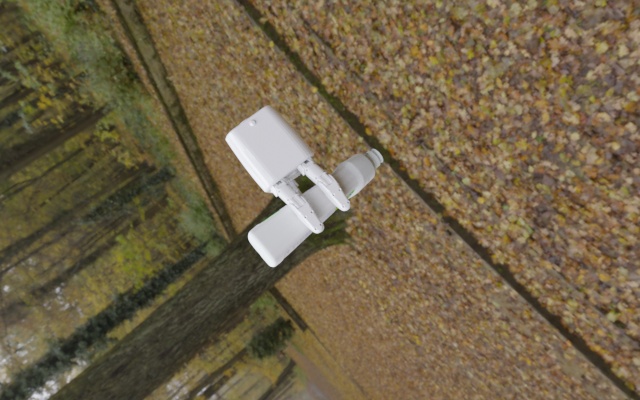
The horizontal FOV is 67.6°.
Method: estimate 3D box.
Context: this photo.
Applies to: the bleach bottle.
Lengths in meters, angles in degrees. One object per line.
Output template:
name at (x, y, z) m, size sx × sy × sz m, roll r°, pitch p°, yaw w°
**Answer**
bleach bottle at (0.000, 0.003, 0.777) m, size 0.251 × 0.068 × 0.102 m, roll -39°, pitch -3°, yaw -15°
